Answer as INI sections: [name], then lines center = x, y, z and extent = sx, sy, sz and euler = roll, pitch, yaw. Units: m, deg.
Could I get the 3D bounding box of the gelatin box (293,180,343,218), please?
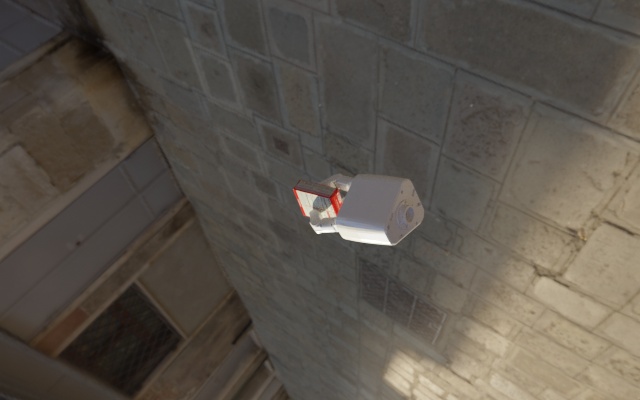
[gelatin box]
center = 0.000, 0.003, 0.894
extent = 0.089, 0.073, 0.030
euler = 13, 52, 32
